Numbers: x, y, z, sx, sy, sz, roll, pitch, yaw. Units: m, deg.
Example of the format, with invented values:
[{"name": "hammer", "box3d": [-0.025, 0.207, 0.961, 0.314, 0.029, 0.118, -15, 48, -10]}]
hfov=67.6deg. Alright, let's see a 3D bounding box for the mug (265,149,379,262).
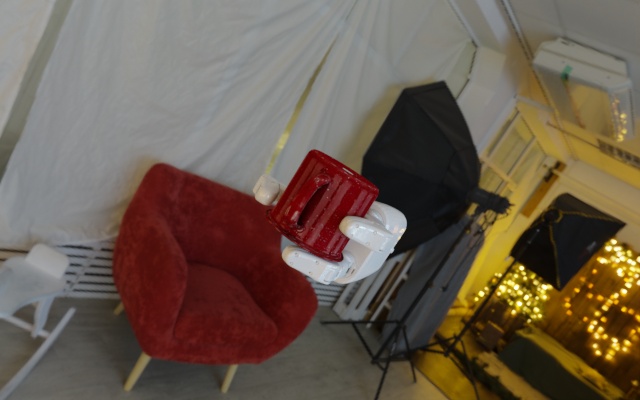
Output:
[{"name": "mug", "box3d": [0.000, 0.001, 0.466, 0.093, 0.081, 0.117, 35, 10, 20]}]
